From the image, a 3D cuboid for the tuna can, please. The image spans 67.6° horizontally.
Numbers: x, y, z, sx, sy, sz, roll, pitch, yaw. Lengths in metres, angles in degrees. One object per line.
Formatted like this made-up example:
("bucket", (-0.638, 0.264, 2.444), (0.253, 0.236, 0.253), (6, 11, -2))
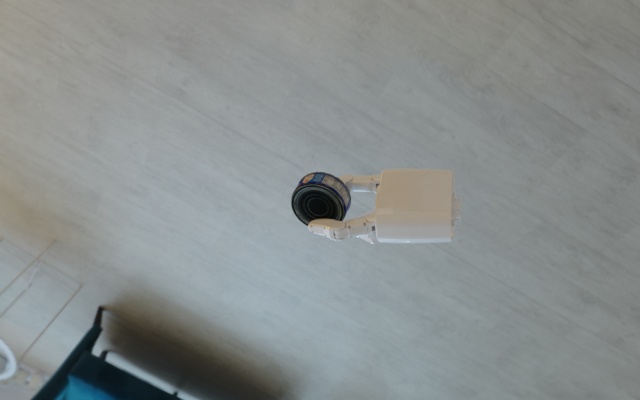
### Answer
("tuna can", (0.000, 0.003, 0.709), (0.086, 0.086, 0.033), (0, 34, 21))
